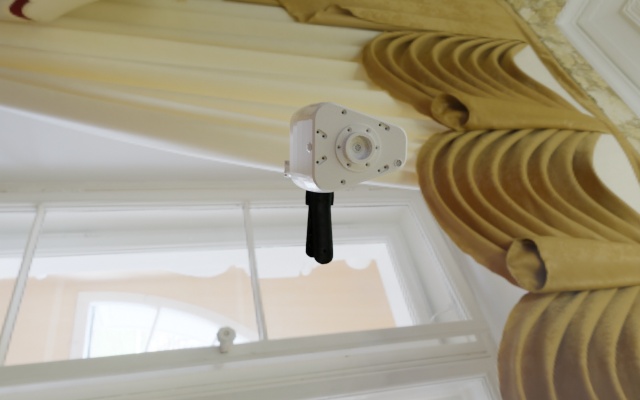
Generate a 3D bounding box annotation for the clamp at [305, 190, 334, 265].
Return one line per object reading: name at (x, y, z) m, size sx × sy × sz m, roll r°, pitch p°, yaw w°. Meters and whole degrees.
clamp at (0.001, 0.002, 0.621) m, size 0.039 × 0.171 × 0.120 m, roll -1°, pitch 6°, yaw -13°
